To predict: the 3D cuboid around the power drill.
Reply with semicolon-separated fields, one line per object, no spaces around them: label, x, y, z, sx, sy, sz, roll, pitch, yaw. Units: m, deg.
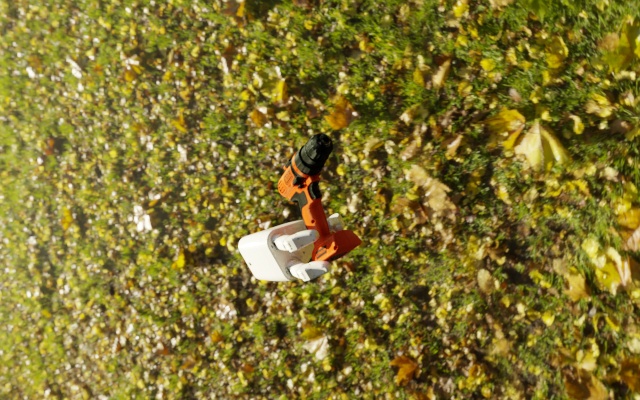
power drill;0.000;0.003;0.793;0.057;0.187;0.184;-14;-17;-27
